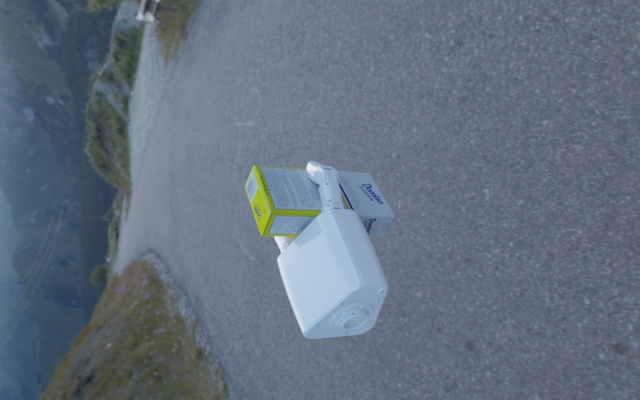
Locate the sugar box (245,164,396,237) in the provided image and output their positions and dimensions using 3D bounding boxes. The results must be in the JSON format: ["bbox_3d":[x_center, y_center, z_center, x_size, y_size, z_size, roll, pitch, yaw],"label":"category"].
[{"bbox_3d":[0.000,0.003,0.615,0.176,0.048,0.093,5,41,-29],"label":"sugar box"}]
